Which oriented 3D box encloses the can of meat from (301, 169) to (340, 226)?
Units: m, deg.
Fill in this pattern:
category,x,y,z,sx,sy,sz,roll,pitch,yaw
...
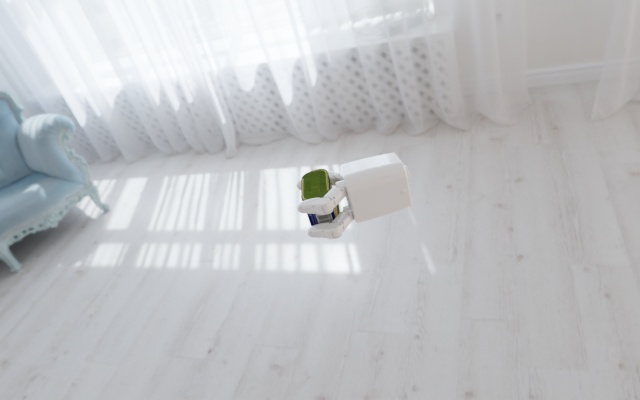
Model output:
category,x,y,z,sx,sy,sz,roll,pitch,yaw
can of meat,0.000,0.003,0.873,0.057,0.084,0.102,-13,35,6
